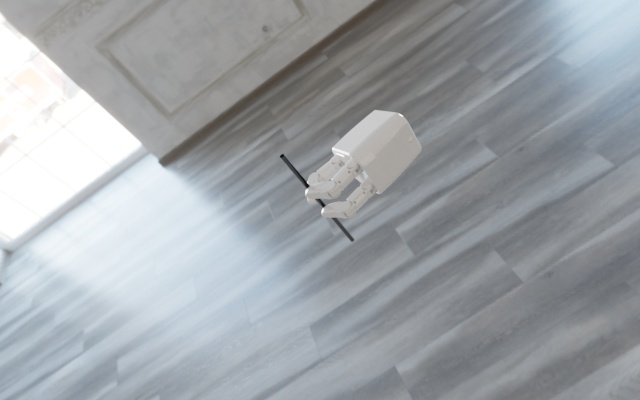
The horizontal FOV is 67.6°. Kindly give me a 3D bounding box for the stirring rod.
[{"bbox_3d":[0.000,0.003,0.805,0.011,0.011,0.240,0,-36,37],"label":"stirring rod"}]
